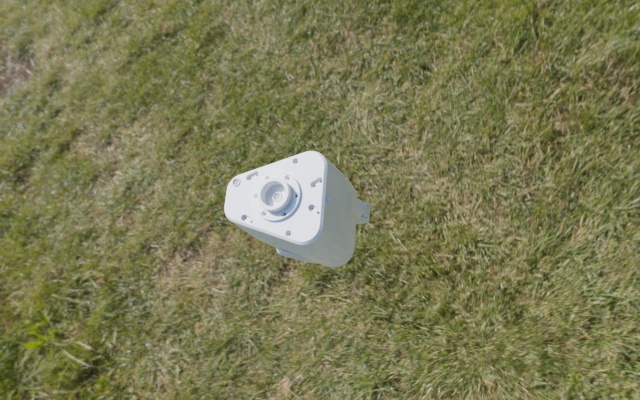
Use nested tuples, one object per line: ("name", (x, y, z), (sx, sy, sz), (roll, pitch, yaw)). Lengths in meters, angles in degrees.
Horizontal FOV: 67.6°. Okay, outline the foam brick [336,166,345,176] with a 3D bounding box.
("foam brick", (0.000, 0.002, 0.581), (0.053, 0.078, 0.051), (-1, -17, 19))
